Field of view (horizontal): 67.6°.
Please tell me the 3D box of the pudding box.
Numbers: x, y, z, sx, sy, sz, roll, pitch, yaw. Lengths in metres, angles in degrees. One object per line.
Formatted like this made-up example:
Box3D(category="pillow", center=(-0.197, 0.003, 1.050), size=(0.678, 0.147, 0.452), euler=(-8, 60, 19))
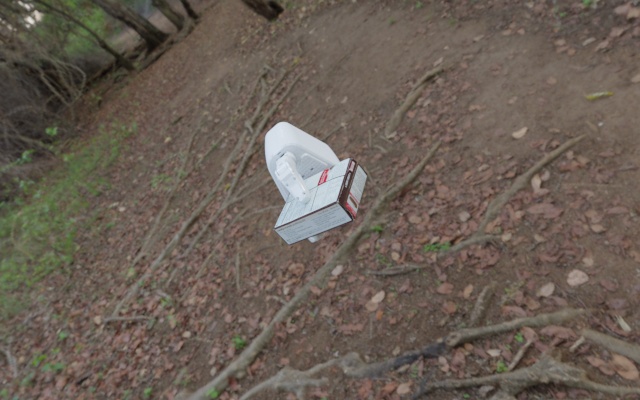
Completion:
Box3D(category="pudding box", center=(0.000, 0.002, 0.619), size=(0.113, 0.090, 0.039), euler=(-25, -59, 36))
